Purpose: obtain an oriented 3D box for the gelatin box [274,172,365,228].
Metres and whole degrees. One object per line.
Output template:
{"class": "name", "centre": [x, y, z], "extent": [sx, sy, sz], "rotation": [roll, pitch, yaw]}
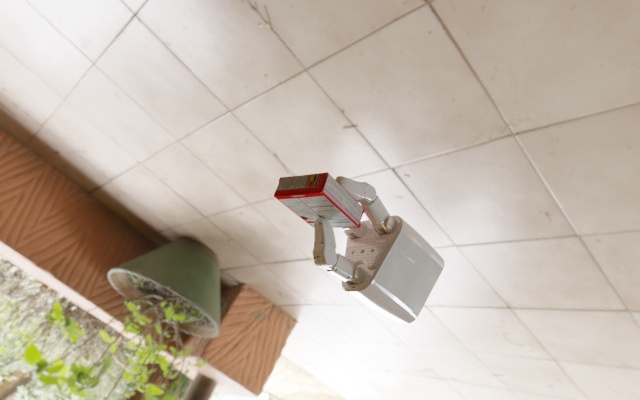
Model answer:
{"class": "gelatin box", "centre": [0.000, 0.002, 0.576], "extent": [0.073, 0.030, 0.089], "rotation": [-3, -31, 38]}
